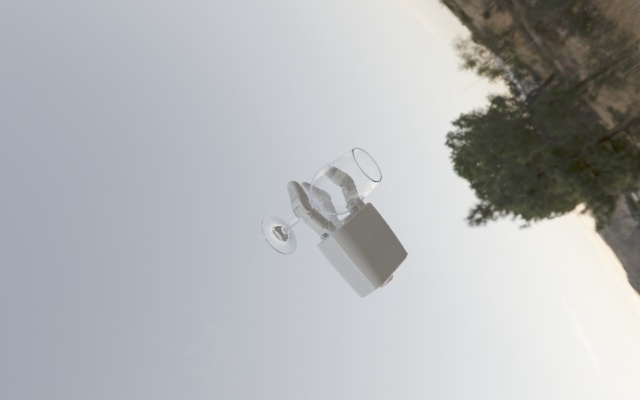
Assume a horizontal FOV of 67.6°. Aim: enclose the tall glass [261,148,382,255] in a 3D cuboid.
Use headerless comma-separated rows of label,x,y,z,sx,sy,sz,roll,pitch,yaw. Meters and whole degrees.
tall glass,0.000,0.003,0.735,0.201,0.079,0.079,-39,-22,29
